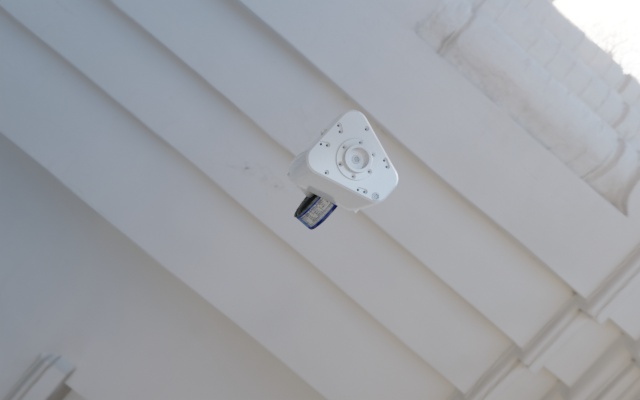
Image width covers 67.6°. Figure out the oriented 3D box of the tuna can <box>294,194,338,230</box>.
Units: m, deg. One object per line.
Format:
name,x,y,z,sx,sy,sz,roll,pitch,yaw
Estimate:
tuna can,0.001,0.003,0.724,0.034,0.086,0.086,41,-8,-9
